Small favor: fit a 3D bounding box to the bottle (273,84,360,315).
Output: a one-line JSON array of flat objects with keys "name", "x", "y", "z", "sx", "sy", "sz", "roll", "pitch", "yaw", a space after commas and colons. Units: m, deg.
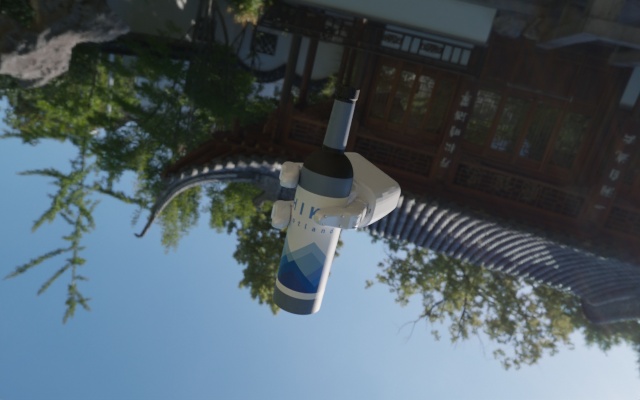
[{"name": "bottle", "x": 0.000, "y": 0.002, "z": 0.607, "sx": 0.069, "sy": 0.296, "sz": 0.069, "roll": 12, "pitch": 18, "yaw": -4}]
